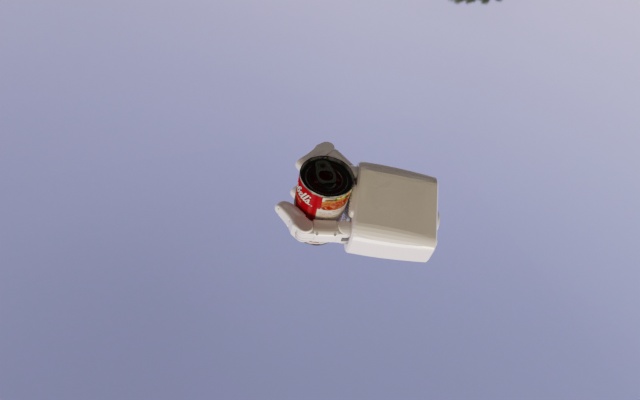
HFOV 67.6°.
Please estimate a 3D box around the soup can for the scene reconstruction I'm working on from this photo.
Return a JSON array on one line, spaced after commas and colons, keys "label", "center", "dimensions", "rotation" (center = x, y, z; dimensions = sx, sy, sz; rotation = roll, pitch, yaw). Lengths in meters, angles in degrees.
[{"label": "soup can", "center": [0.000, 0.002, 0.609], "dimensions": [0.068, 0.068, 0.102], "rotation": [0, -39, -12]}]
